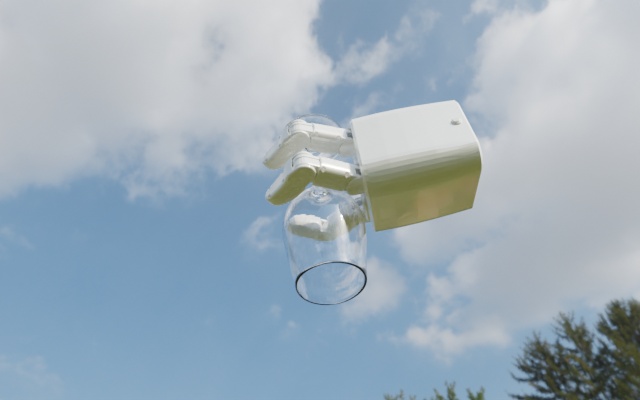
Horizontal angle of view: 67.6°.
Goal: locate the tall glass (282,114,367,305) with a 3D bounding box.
[{"bbox_3d":[0.000,0.001,0.473,0.079,0.079,0.200,-4,45,-4],"label":"tall glass"}]
